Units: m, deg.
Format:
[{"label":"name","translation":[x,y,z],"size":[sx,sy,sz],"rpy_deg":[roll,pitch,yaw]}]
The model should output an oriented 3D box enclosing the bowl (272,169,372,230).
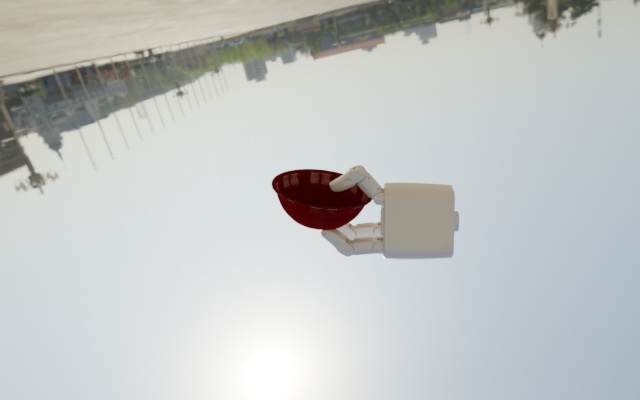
[{"label":"bowl","translation":[-0.001,0.003,0.763],"size":[0.162,0.055,0.162],"rpy_deg":[7,24,-3]}]
